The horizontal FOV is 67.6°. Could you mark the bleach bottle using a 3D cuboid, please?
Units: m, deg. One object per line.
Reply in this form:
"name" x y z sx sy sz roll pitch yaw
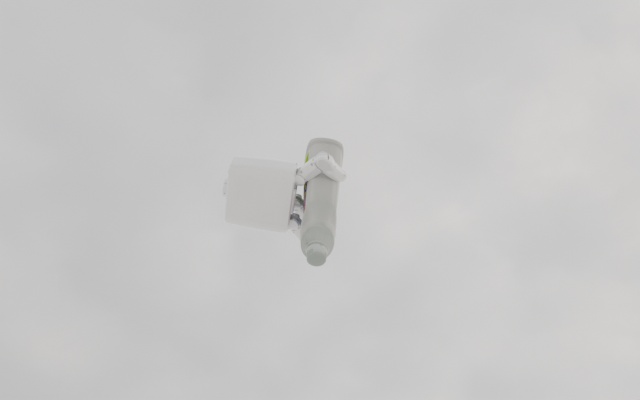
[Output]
"bleach bottle" 0.000 0.003 0.772 0.068 0.103 0.250 7 36 -3
